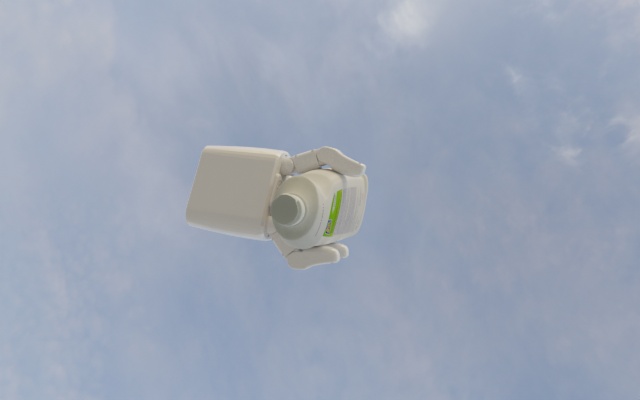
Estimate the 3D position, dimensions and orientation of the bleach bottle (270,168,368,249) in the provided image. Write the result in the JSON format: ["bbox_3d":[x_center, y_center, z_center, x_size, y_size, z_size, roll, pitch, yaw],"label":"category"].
[{"bbox_3d":[0.000,0.002,0.568,0.068,0.102,0.251,9,1,15],"label":"bleach bottle"}]
